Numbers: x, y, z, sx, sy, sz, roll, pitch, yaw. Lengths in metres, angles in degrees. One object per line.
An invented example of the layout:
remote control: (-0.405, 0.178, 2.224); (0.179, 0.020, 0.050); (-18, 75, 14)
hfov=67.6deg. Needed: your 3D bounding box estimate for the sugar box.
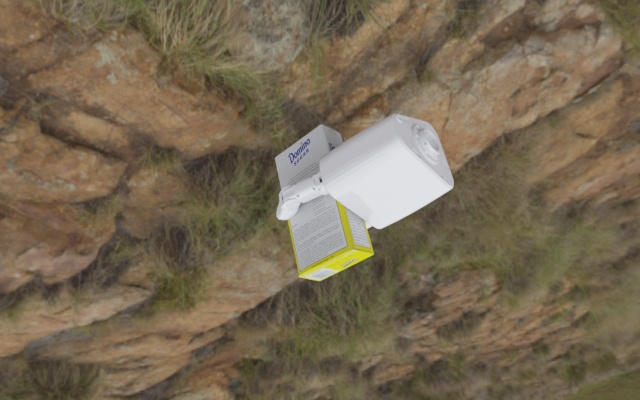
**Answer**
sugar box: (0.001, 0.002, 0.603); (0.093, 0.176, 0.048); (-31, -34, 33)
